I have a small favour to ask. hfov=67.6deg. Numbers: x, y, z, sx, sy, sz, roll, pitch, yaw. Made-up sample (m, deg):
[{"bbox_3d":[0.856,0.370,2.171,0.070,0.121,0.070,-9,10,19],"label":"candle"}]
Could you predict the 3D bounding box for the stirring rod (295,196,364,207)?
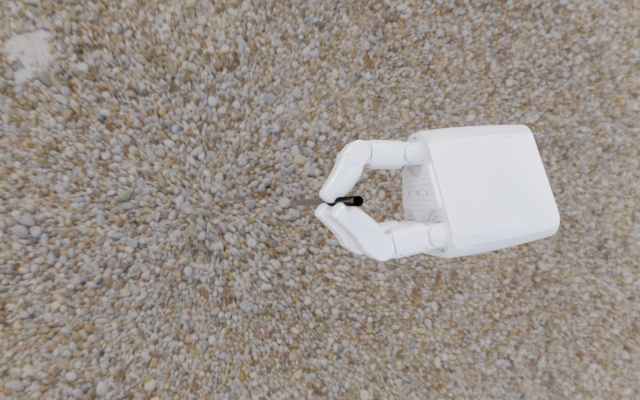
[{"bbox_3d":[0.000,0.001,0.467,0.011,0.011,0.239,0,-1,-13],"label":"stirring rod"}]
